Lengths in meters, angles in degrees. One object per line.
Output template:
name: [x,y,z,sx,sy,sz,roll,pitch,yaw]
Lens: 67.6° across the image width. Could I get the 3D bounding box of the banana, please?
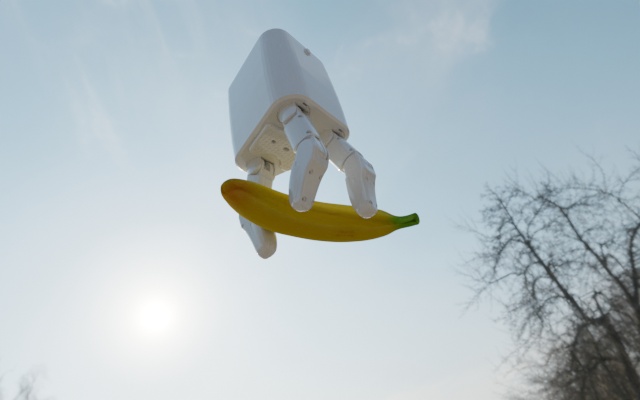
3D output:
banana: [-0.006,0.011,0.447,0.198,0.037,0.070,8,-34,-28]
